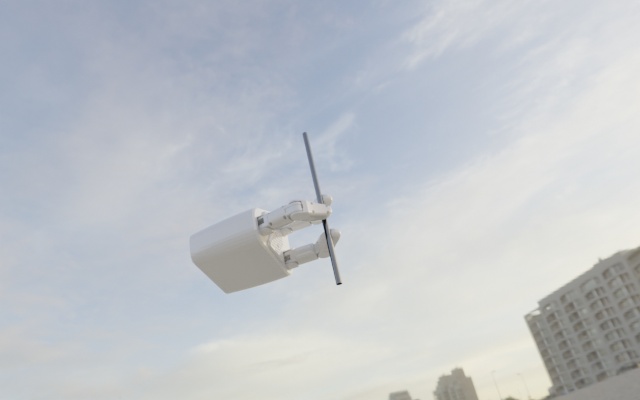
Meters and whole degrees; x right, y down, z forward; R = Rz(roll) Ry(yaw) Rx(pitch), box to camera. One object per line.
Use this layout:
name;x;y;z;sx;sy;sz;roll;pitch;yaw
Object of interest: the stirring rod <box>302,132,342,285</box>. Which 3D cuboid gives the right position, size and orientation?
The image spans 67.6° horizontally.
stirring rod;0.000;0.002;0.654;0.011;0.239;0.011;-10;-30;-6
